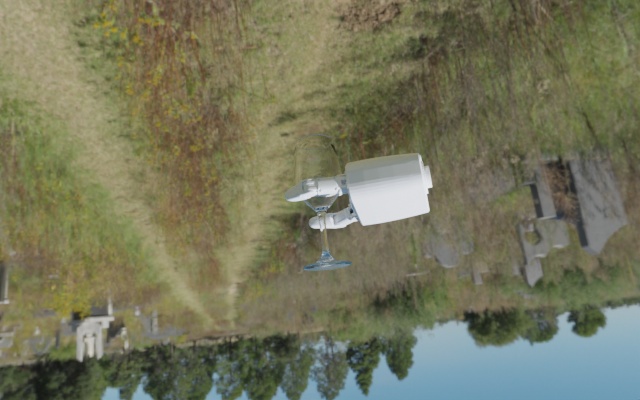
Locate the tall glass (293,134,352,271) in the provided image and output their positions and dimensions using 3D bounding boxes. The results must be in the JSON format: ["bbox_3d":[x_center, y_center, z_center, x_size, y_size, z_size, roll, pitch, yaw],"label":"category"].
[{"bbox_3d":[0.000,0.003,0.734,0.079,0.201,0.079,-6,-15,-2],"label":"tall glass"}]
